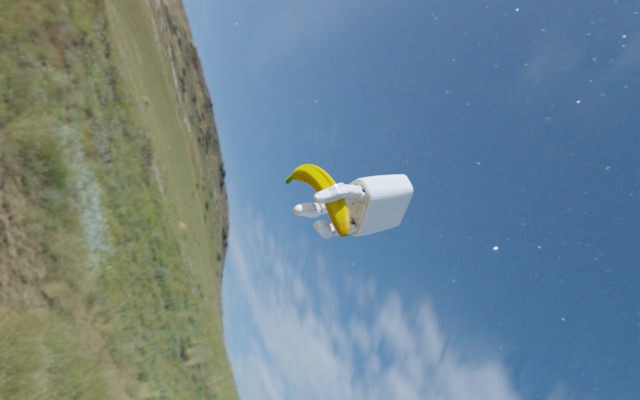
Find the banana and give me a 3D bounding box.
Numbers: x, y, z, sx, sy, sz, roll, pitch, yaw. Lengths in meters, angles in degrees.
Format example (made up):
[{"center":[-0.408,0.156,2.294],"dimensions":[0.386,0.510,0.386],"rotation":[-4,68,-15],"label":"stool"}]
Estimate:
[{"center":[0.003,-0.015,0.873],"dimensions":[0.037,0.070,0.197],"rotation":[-5,35,-36],"label":"banana"}]
